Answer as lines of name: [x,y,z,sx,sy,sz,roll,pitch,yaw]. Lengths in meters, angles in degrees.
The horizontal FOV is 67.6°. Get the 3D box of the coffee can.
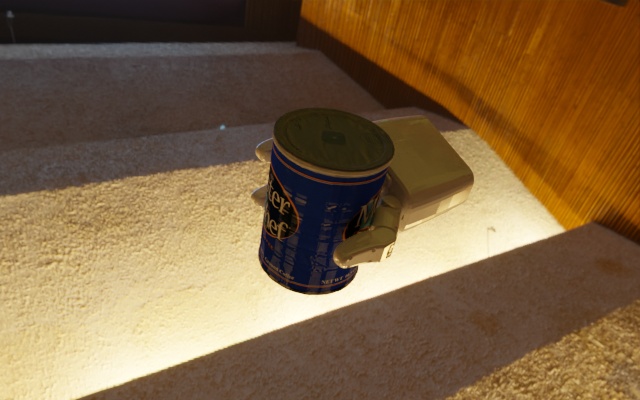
coffee can: [0.000,0.001,0.437,0.103,0.140,0.102,8,36,-6]
